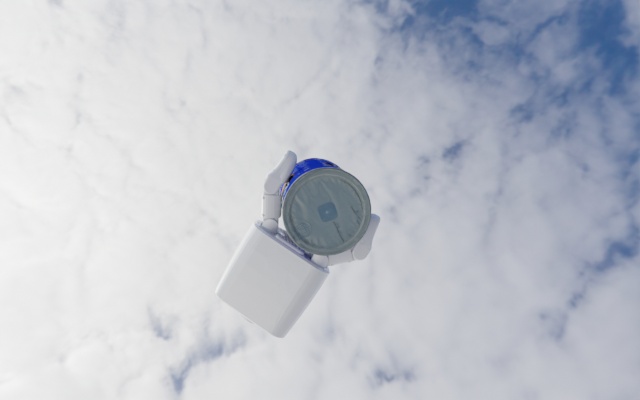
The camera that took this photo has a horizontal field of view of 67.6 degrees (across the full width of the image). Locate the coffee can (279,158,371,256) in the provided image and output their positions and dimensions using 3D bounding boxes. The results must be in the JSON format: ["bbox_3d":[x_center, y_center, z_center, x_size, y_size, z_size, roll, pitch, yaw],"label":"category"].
[{"bbox_3d":[0.000,0.002,0.610,0.103,0.103,0.140,0,10,-6],"label":"coffee can"}]
